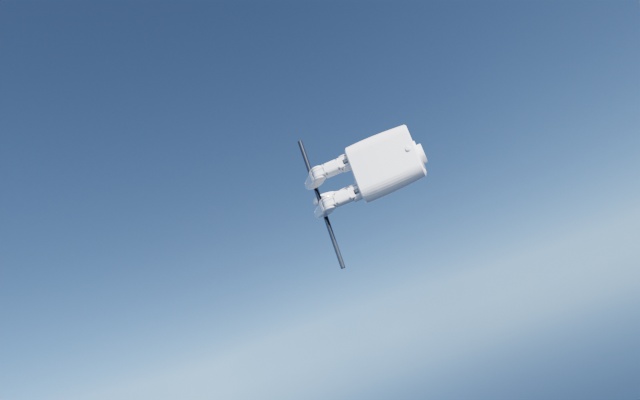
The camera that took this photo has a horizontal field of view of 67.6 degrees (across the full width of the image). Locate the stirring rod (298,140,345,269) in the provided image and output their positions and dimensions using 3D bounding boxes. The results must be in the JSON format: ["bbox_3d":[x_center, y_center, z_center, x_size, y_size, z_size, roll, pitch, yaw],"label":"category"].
[{"bbox_3d":[0.000,0.003,0.821,0.011,0.239,0.011,-17,-17,-6],"label":"stirring rod"}]
